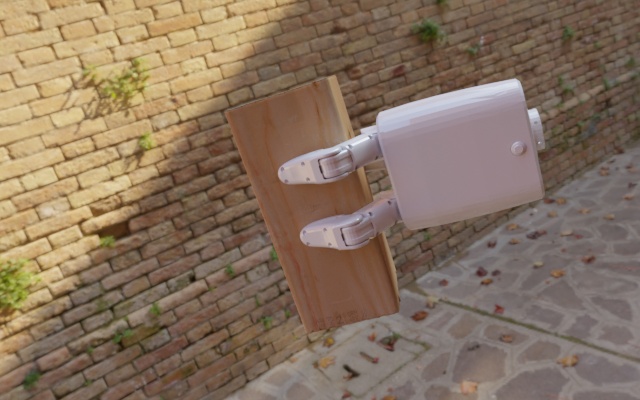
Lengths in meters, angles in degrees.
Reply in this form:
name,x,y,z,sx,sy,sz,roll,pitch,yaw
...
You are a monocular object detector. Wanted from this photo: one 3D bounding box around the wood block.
name,x,y,z,sx,sy,sz,roll,pitch,yaw
wood block,0.000,0.001,0.436,0.090,0.206,0.090,-16,14,10
